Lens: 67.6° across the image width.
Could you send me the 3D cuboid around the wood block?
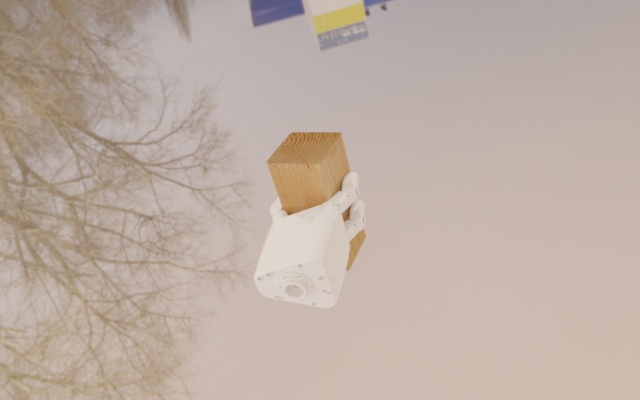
[{"bbox_3d":[0.000,0.003,0.756,0.091,0.206,0.090,4,40,26],"label":"wood block"}]
